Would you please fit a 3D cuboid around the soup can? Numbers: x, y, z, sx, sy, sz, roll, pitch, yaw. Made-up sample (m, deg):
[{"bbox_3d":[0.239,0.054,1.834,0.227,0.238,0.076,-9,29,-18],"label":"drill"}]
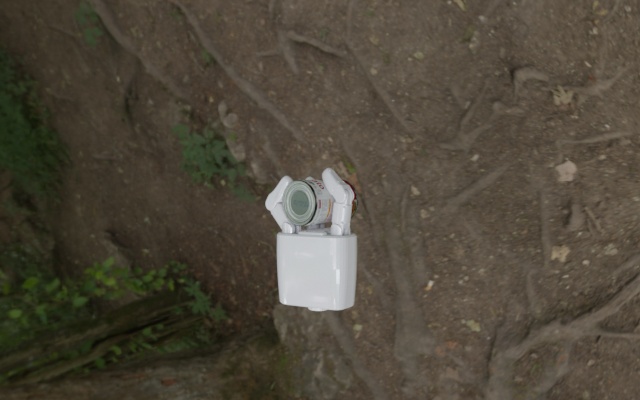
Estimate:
[{"bbox_3d":[0.000,0.002,0.716,0.068,0.068,0.102,0,2,40],"label":"soup can"}]
